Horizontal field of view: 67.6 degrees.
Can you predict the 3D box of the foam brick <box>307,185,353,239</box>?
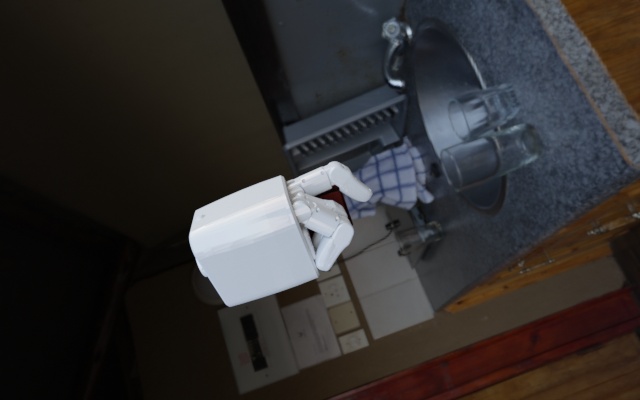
[{"bbox_3d":[0.000,0.002,0.568,0.051,0.053,0.078,-21,22,-1],"label":"foam brick"}]
